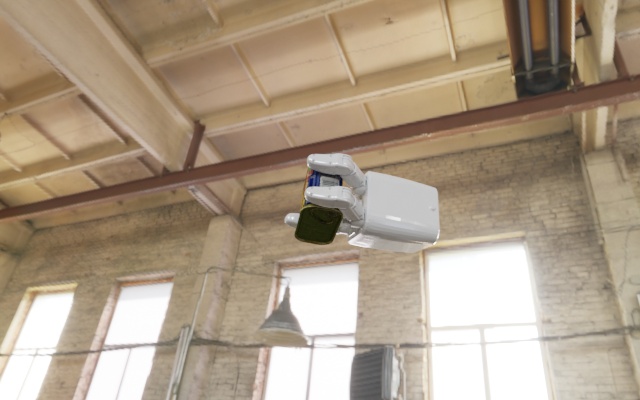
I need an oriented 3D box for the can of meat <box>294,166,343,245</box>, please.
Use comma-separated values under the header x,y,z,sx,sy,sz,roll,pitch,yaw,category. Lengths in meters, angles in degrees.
x,y,z,sx,sy,sz,roll,pitch,yaw,category
0.000,0.002,0.680,0.057,0.084,0.102,10,-33,-5,can of meat
